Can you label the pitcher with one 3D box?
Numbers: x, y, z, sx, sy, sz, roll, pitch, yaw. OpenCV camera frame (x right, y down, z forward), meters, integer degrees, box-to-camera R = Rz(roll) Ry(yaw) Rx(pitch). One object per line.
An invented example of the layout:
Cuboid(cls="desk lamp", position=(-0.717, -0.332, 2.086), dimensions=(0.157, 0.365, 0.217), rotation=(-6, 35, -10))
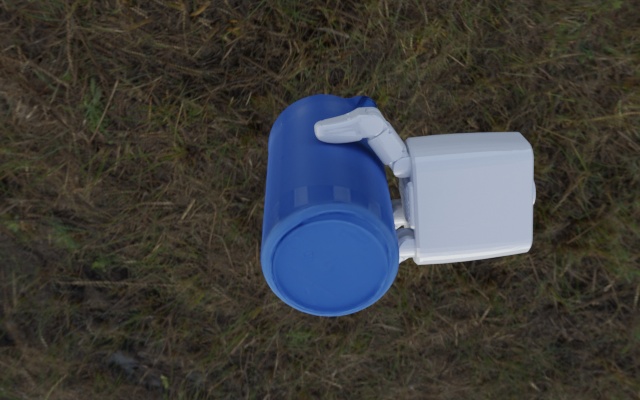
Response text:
Cuboid(cls="pitcher", position=(0.000, 0.001, 0.470), dimensions=(0.145, 0.149, 0.242), rotation=(-5, 29, 2))
